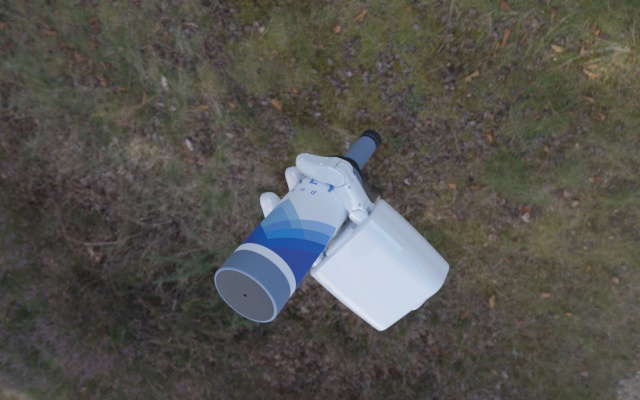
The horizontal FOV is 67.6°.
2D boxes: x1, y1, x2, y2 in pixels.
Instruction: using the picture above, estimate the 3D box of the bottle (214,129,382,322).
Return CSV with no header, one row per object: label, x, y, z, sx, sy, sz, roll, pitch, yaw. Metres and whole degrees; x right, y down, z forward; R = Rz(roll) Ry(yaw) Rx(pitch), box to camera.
bottle,0.000,0.002,0.523,0.069,0.069,0.295,0,34,34
